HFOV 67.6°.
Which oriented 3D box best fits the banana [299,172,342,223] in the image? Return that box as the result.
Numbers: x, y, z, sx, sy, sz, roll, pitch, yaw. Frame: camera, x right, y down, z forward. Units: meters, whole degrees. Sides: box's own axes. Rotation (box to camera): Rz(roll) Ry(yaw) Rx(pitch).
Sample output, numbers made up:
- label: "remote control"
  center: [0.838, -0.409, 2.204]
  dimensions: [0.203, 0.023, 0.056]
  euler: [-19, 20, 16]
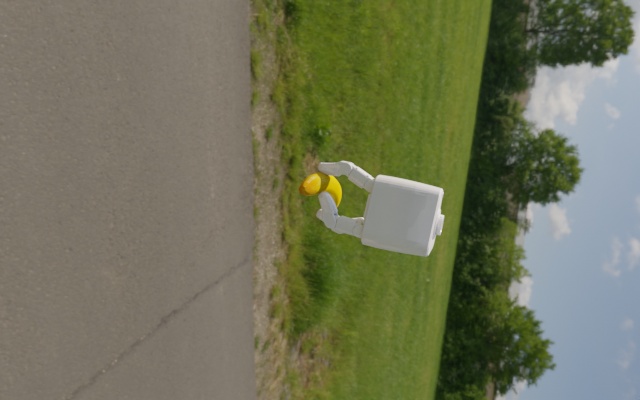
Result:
- label: "banana"
  center: [0.007, -0.013, 0.836]
  dimensions: [0.037, 0.069, 0.198]
  euler: [15, -13, 17]
